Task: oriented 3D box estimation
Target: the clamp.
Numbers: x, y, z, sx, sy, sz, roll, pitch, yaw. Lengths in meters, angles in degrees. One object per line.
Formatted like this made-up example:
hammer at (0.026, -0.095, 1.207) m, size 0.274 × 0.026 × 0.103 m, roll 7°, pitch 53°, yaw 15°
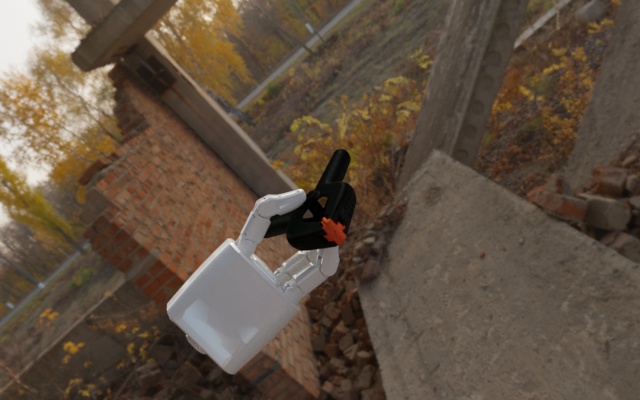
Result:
clamp at (0.000, 0.002, 0.571) m, size 0.036 × 0.164 × 0.210 m, roll 46°, pitch -6°, yaw -17°
